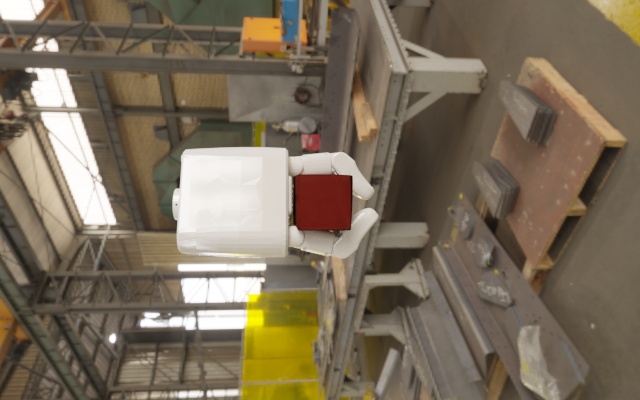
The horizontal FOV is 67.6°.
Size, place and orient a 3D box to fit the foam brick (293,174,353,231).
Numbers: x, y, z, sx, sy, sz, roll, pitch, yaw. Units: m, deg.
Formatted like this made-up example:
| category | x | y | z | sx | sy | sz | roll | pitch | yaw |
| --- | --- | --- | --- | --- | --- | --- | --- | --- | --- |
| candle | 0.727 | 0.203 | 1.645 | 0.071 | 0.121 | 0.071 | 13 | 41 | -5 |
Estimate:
| category | x | y | z | sx | sy | sz | roll | pitch | yaw |
| --- | --- | --- | --- | --- | --- | --- | --- | --- | --- |
| foam brick | 0.000 | 0.001 | 0.473 | 0.051 | 0.053 | 0.078 | 1 | 0 | -6 |
